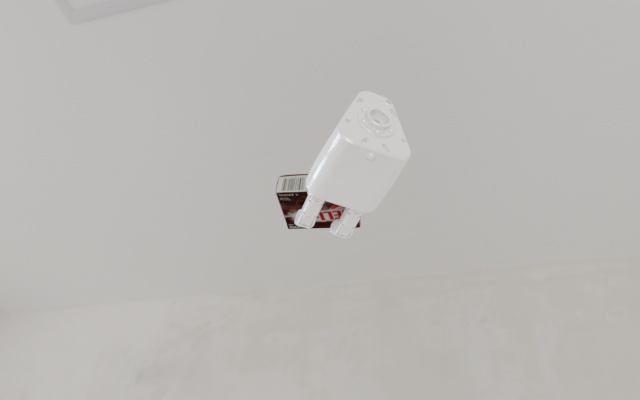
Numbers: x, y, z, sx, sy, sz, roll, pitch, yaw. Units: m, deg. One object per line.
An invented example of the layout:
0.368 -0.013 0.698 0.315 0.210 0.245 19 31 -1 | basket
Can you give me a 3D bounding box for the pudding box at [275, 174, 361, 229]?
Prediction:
0.000 0.002 0.689 0.113 0.039 0.090 0 -39 10 | pudding box
